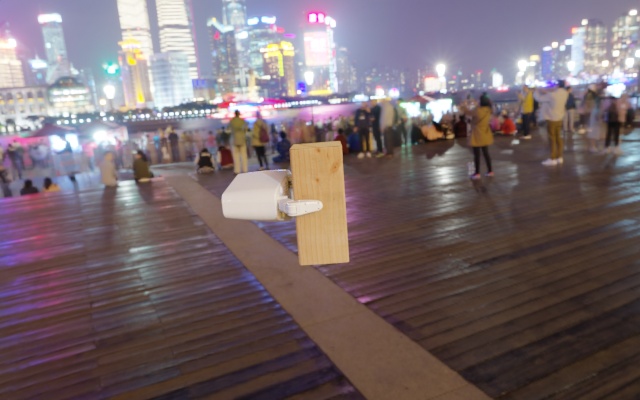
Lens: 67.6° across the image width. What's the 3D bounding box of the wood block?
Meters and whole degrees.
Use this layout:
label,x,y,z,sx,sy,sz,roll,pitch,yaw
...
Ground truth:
label,x,y,z,sx,sy,sz,roll,pitch,yaw
wood block,0.000,0.003,0.860,0.090,0.206,0.091,-4,12,2
